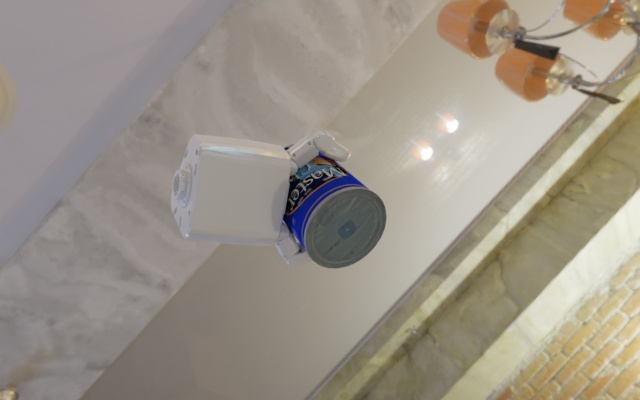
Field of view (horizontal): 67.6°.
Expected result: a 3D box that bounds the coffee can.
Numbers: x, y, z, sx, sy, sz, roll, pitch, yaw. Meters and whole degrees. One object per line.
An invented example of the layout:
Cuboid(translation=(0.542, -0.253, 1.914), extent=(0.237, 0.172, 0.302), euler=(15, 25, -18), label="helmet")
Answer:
Cuboid(translation=(0.000, 0.002, 0.584), extent=(0.103, 0.103, 0.140), euler=(0, 27, -29), label="coffee can")
